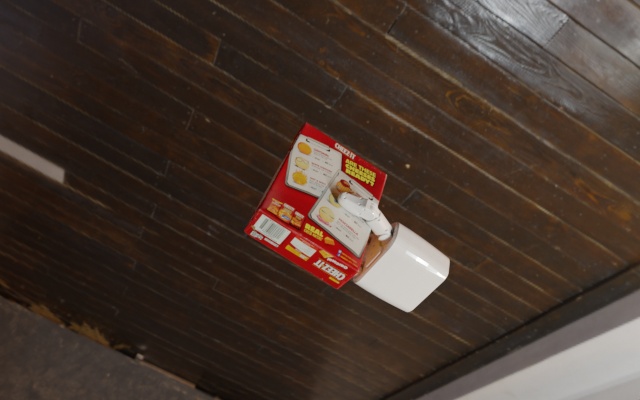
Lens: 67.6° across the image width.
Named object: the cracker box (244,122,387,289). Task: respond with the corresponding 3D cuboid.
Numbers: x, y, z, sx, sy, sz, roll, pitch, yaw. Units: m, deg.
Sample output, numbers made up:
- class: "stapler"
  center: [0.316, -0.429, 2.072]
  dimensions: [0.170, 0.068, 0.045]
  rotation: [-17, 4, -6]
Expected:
- class: "cracker box"
  center: [0.000, 0.002, 0.730]
  dimensions: [0.164, 0.213, 0.072]
  rotation: [32, -46, -10]
